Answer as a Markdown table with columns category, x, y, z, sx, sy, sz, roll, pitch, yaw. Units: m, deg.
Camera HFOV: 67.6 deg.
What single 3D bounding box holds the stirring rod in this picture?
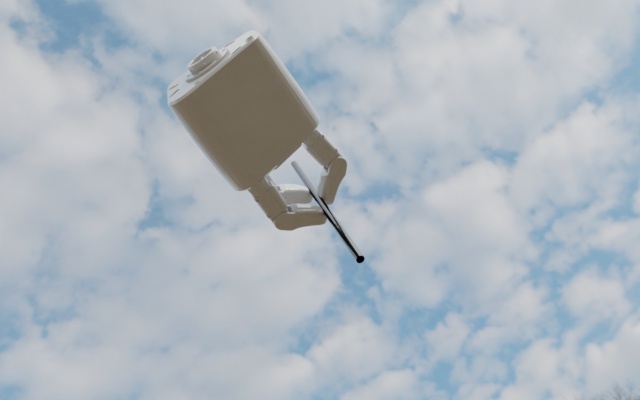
| category | x | y | z | sx | sy | sz | roll | pitch | yaw |
| --- | --- | --- | --- | --- | --- | --- | --- | --- | --- |
| stirring rod | 0.000 | 0.002 | 0.521 | 0.011 | 0.011 | 0.239 | 0 | 25 | -19 |
